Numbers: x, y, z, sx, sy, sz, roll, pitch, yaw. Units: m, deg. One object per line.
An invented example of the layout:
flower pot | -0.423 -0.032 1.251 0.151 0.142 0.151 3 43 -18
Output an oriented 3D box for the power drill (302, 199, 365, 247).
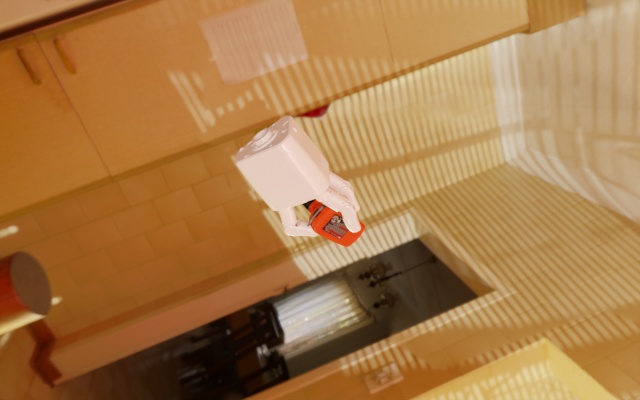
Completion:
power drill | 0.000 0.003 0.860 0.184 0.057 0.187 28 14 -43
